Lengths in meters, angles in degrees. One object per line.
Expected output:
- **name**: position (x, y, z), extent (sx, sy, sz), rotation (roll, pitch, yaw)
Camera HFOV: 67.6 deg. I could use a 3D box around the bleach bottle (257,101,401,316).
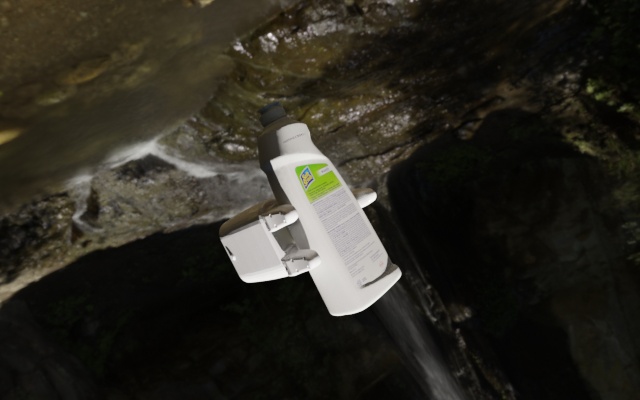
- **bleach bottle**: position (0.000, 0.002, 0.561), extent (0.068, 0.251, 0.102), rotation (-22, 5, 44)
